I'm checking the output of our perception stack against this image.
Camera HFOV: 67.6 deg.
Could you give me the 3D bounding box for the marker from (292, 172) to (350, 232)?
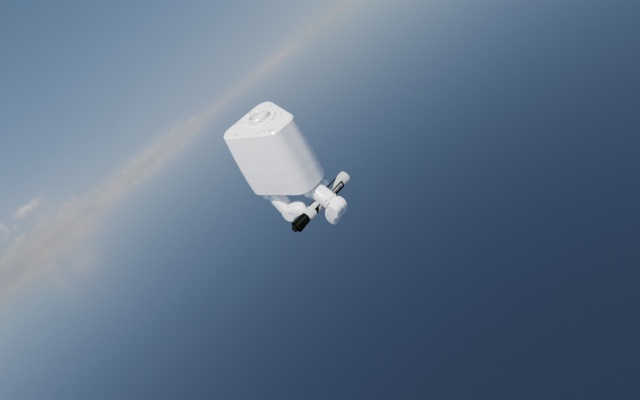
[{"bbox_3d":[0.000,0.002,0.700,0.121,0.020,0.020,-46,23,-25],"label":"marker"}]
